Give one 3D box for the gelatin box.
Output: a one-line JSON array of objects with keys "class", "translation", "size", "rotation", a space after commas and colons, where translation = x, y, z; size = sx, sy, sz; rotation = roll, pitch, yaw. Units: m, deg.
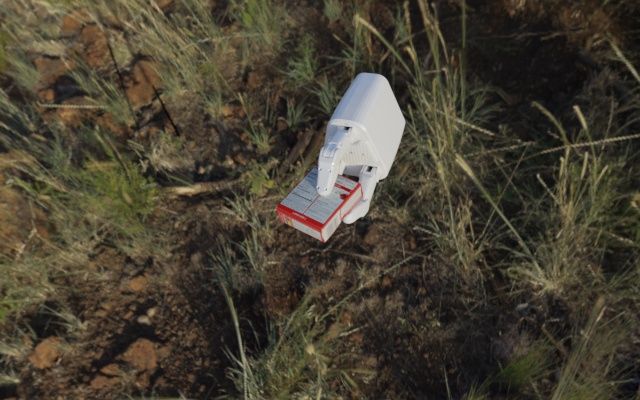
[{"class": "gelatin box", "translation": [0.000, 0.002, 0.604], "size": [0.073, 0.030, 0.089], "rotation": [24, 57, 29]}]
